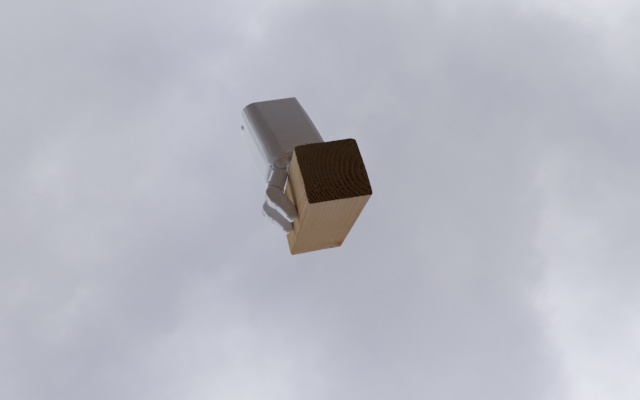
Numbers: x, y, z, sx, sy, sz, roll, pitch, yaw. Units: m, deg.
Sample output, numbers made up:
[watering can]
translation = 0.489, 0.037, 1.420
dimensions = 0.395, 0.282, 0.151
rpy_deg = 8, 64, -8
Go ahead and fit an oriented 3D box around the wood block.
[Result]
[wood block]
translation = 0.000, 0.002, 0.723
dimensions = 0.091, 0.090, 0.206
rpy_deg = -10, -22, -14
